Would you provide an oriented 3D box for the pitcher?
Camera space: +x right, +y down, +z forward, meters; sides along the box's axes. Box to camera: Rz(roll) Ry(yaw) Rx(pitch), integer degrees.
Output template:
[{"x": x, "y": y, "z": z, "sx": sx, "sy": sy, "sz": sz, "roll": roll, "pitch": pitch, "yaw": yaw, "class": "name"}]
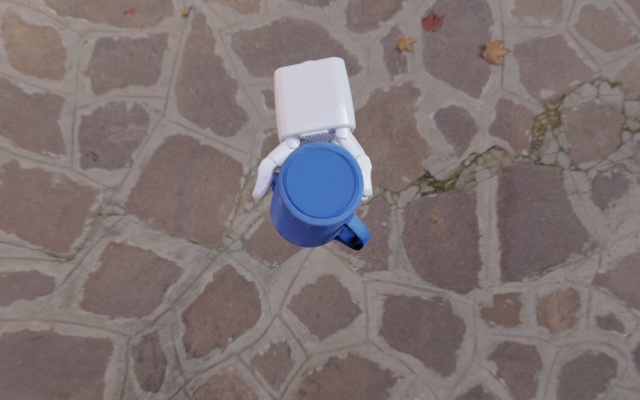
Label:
[{"x": 0.000, "y": 0.002, "z": 0.698, "sx": 0.149, "sy": 0.145, "sz": 0.243, "roll": -4, "pitch": -8, "yaw": -6, "class": "pitcher"}]
